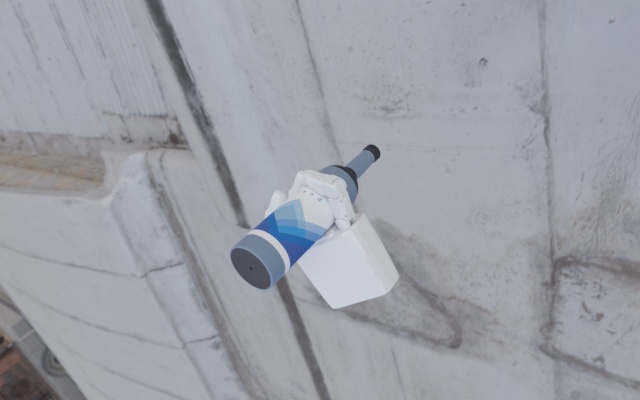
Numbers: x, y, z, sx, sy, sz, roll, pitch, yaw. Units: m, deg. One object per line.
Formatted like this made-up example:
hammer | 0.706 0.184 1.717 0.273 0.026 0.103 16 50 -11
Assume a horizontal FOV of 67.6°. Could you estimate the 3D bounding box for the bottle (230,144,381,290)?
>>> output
bottle | 0.000 0.002 0.655 0.069 0.069 0.295 0 32 42
